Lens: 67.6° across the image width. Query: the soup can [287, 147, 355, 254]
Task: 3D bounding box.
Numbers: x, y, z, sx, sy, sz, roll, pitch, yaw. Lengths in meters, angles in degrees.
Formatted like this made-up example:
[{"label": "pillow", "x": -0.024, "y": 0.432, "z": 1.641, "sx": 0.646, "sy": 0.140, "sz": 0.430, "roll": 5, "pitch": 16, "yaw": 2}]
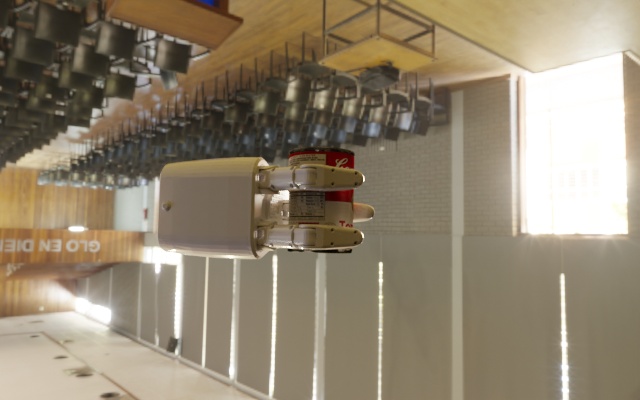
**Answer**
[{"label": "soup can", "x": 0.001, "y": 0.002, "z": 0.485, "sx": 0.068, "sy": 0.102, "sz": 0.068, "roll": 1, "pitch": -4, "yaw": 0}]
